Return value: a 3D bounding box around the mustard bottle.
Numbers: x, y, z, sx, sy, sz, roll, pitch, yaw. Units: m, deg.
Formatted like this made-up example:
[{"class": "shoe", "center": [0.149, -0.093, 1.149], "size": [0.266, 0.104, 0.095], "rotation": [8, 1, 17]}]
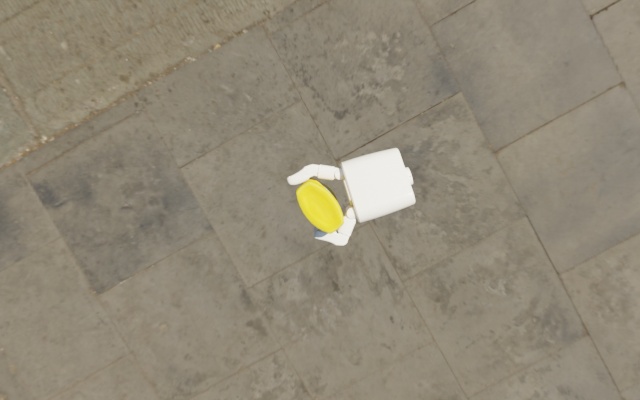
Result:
[{"class": "mustard bottle", "center": [0.000, 0.003, 0.880], "size": [0.058, 0.096, 0.191], "rotation": [-41, 4, 4]}]
